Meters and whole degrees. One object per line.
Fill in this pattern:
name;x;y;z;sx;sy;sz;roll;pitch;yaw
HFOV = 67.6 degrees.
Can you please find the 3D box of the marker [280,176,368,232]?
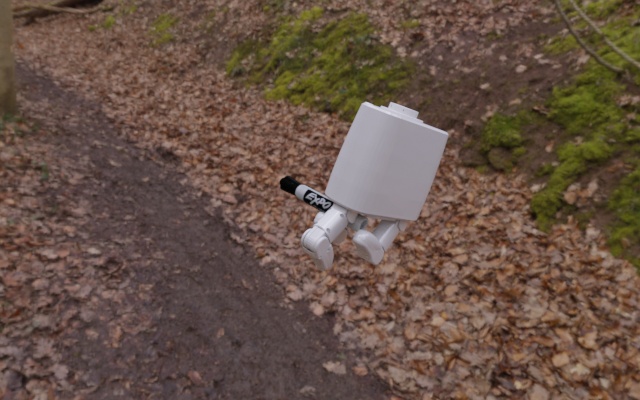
marker;0.000;0.002;0.537;0.121;0.020;0.020;29;15;30
